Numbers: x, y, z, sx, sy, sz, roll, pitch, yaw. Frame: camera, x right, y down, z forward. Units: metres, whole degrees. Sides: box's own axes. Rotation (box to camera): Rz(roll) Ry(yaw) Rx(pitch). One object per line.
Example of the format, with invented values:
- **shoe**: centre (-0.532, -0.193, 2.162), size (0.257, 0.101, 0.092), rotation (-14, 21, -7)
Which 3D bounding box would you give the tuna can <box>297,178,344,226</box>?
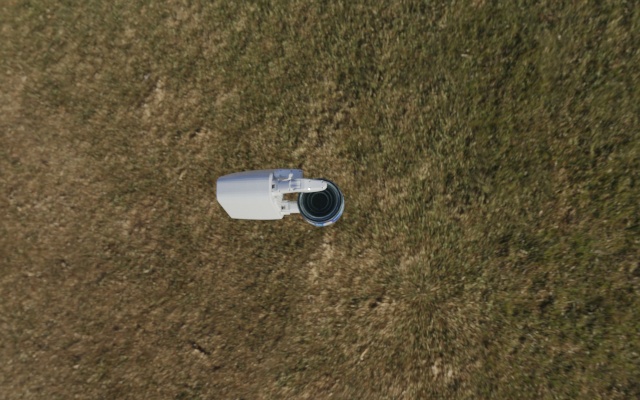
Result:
- **tuna can**: centre (0.000, 0.003, 0.875), size (0.086, 0.086, 0.034), rotation (0, -11, 6)
